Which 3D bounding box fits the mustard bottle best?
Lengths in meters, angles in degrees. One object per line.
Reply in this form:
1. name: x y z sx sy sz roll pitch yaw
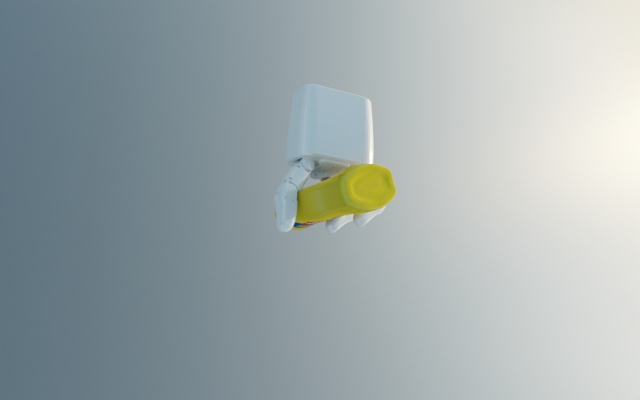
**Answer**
1. mustard bottle: 0.000 0.002 0.633 0.096 0.058 0.191 -15 -1 -42
